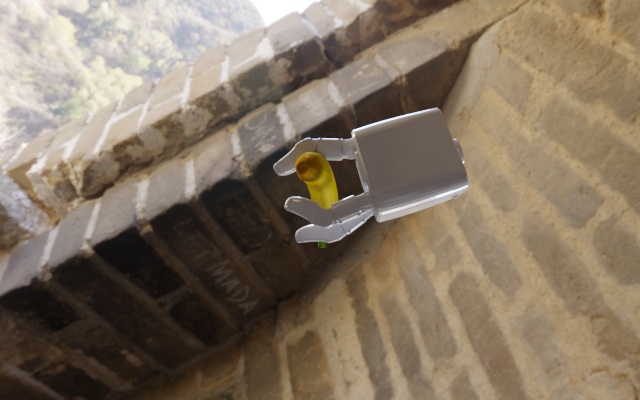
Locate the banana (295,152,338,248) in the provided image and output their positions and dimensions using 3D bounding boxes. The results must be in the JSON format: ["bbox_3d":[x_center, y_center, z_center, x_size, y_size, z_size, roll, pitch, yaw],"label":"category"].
[{"bbox_3d":[0.000,-0.012,0.591,0.037,0.069,0.198,-6,-31,6],"label":"banana"}]
